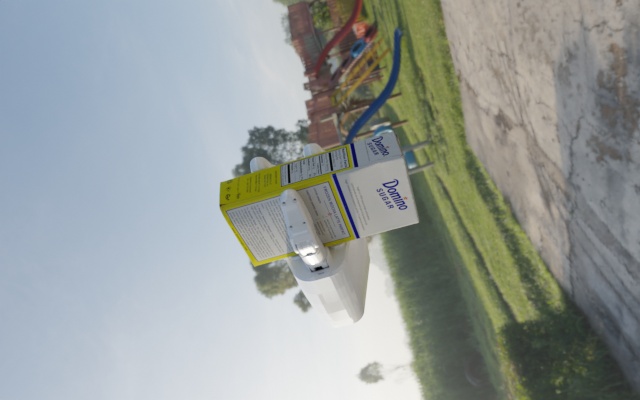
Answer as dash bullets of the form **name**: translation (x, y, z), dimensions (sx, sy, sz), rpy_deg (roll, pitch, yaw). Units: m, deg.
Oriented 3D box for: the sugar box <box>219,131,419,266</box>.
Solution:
- **sugar box**: translation (0.000, 0.001, 0.467), dimensions (0.176, 0.093, 0.048), rpy_deg (-17, 43, 6)
